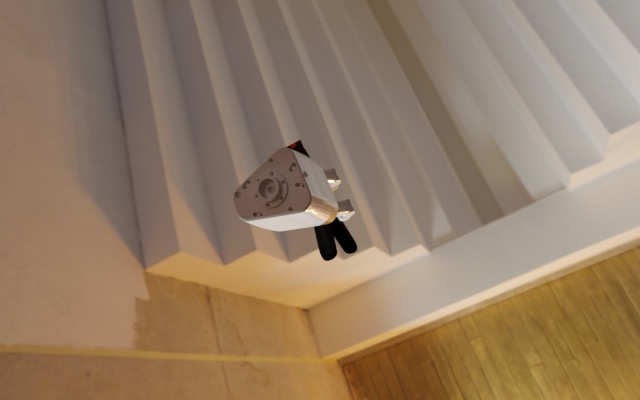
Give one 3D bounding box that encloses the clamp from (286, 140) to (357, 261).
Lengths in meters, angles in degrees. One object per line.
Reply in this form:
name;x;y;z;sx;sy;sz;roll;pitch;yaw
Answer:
clamp;-0.001;0.002;0.778;0.036;0.210;0.164;-26;-16;12
